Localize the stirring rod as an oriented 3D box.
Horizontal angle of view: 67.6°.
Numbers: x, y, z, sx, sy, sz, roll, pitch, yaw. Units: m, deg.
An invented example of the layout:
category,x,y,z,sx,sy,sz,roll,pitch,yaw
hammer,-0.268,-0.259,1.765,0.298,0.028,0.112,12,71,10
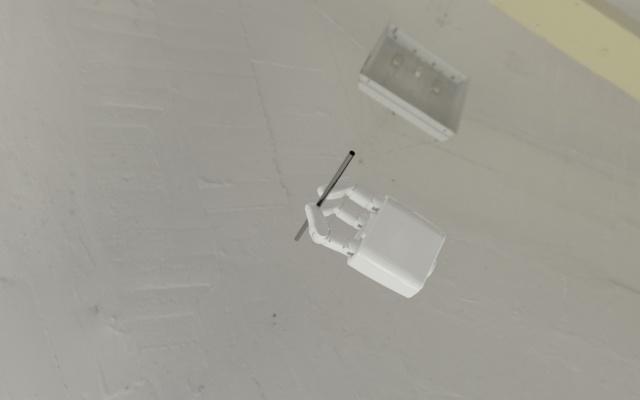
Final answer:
category,x,y,z,sx,sy,sz,roll,pitch,yaw
stirring rod,0.000,0.002,0.689,0.011,0.011,0.240,0,-31,-22
